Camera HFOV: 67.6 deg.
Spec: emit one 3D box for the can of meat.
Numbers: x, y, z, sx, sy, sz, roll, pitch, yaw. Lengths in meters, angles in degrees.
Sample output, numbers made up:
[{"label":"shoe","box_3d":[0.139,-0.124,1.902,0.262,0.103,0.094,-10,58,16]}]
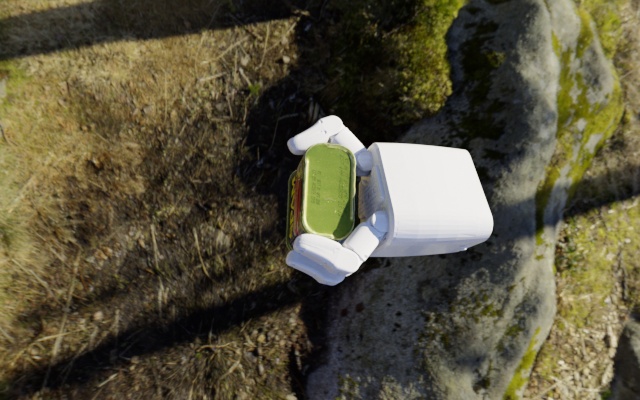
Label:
[{"label":"can of meat","box_3d":[0.000,0.001,0.487,0.057,0.102,0.084,5,-18,-11]}]
